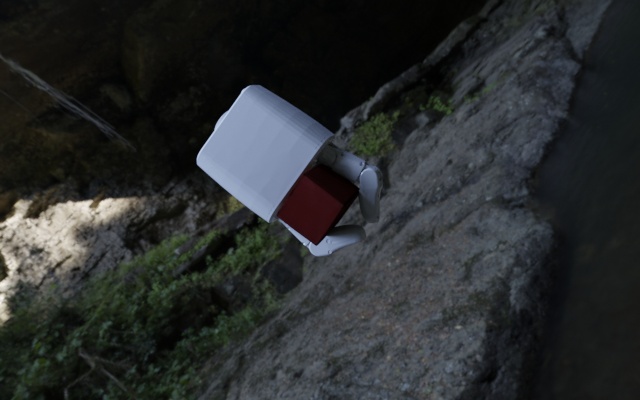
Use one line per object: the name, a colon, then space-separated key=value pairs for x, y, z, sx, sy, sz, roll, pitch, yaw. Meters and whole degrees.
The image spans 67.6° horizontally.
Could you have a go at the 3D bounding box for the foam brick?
foam brick: x=0.000 y=0.002 z=0.483 sx=0.051 sy=0.053 sz=0.078 roll=37 pitch=19 yaw=5
